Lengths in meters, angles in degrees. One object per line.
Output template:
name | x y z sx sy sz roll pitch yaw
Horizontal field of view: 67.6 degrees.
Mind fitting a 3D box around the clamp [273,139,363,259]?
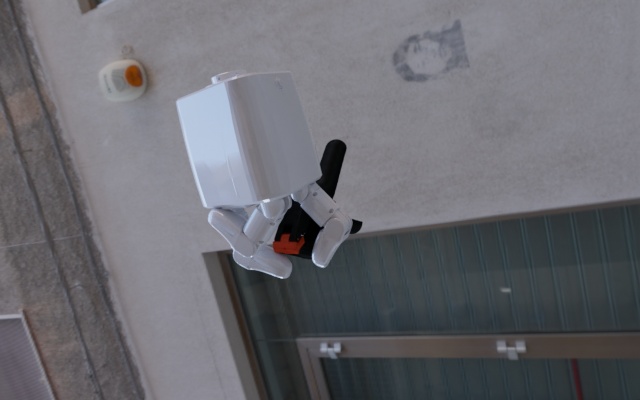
clamp | -0.001 0.002 0.524 0.039 0.120 0.171 -9 11 27
